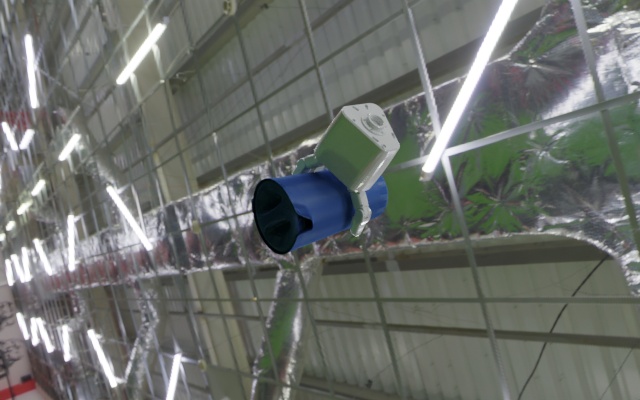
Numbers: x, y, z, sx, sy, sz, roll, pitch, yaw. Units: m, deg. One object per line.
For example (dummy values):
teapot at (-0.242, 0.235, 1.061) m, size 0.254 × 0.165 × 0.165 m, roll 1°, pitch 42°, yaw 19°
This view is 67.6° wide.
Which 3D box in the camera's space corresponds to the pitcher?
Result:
pitcher at (0.000, 0.003, 0.889) m, size 0.243 × 0.149 × 0.145 m, roll -14°, pitch -27°, yaw -38°
